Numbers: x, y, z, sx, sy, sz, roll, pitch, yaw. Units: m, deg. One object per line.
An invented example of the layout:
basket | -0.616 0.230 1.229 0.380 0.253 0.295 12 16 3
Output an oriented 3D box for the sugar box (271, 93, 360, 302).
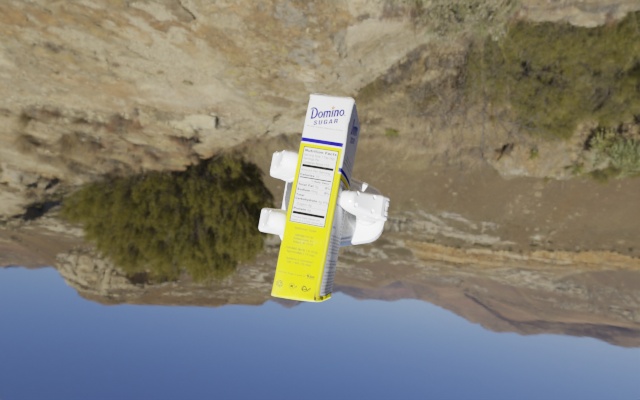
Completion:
sugar box | 0.000 0.001 0.440 0.048 0.176 0.093 7 -7 9
